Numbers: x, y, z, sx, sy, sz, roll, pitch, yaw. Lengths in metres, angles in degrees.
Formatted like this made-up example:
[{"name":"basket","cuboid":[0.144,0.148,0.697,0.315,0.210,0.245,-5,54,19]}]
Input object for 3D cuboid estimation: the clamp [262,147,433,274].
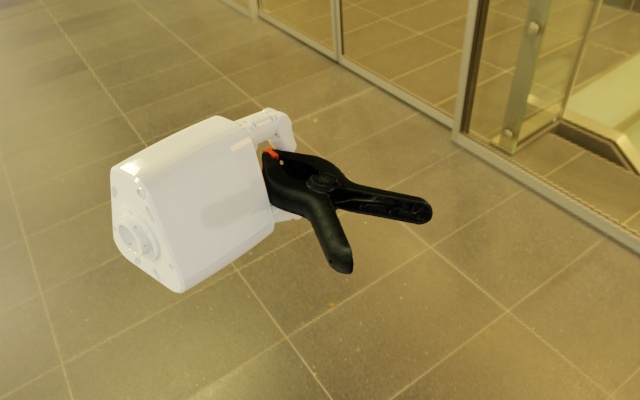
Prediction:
[{"name":"clamp","cuboid":[0.000,0.001,0.424,0.171,0.039,0.120,23,32,28]}]
